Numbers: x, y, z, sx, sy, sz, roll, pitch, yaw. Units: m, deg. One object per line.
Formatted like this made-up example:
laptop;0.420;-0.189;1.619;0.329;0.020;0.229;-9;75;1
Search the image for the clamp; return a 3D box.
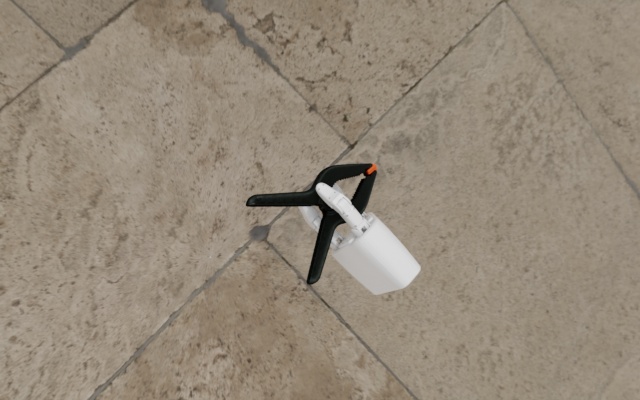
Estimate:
clamp;0.001;0.002;0.747;0.210;0.164;0.036;-46;7;-14
